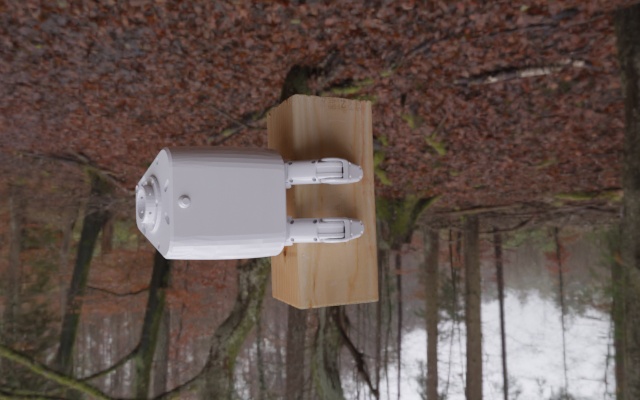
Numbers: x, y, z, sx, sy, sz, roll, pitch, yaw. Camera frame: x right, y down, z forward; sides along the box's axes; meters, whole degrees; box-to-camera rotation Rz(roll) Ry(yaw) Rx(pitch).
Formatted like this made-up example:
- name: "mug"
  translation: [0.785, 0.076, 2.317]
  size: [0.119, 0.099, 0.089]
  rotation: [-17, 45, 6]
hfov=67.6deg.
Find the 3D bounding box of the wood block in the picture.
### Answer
- name: "wood block"
  translation: [0.000, 0.002, 0.512]
  size: [0.090, 0.206, 0.091]
  rotation: [-1, -2, -24]
